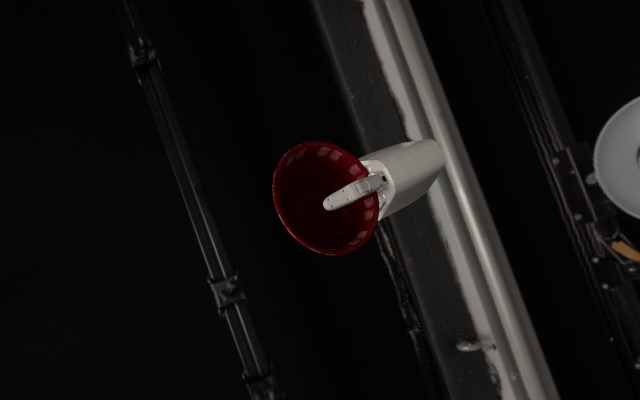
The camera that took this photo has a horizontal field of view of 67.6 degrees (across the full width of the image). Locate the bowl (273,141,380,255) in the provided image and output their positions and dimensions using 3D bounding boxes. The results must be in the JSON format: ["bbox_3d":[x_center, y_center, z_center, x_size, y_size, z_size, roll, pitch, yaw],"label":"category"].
[{"bbox_3d":[-0.001,0.002,0.660,0.162,0.162,0.055,0,-18,-29],"label":"bowl"}]
